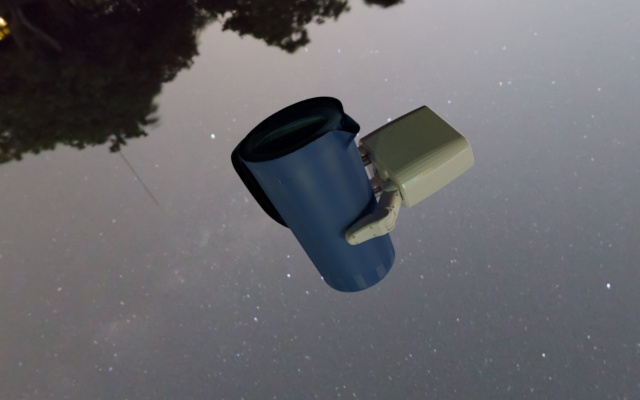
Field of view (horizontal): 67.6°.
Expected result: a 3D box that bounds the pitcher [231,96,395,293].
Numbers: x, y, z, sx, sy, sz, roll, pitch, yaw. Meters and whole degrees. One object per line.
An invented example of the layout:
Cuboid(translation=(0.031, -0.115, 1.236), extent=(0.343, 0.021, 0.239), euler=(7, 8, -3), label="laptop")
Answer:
Cuboid(translation=(0.000, 0.002, 0.615), extent=(0.145, 0.243, 0.149), euler=(-31, 32, -7), label="pitcher")
